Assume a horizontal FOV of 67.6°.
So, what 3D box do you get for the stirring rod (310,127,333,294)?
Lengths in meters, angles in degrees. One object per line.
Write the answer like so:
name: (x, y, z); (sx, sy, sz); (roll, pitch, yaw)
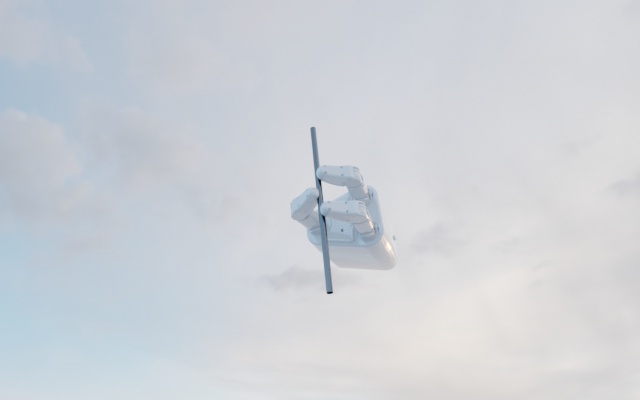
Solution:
stirring rod: (0.000, 0.002, 0.598); (0.011, 0.239, 0.011); (-4, -32, -3)
